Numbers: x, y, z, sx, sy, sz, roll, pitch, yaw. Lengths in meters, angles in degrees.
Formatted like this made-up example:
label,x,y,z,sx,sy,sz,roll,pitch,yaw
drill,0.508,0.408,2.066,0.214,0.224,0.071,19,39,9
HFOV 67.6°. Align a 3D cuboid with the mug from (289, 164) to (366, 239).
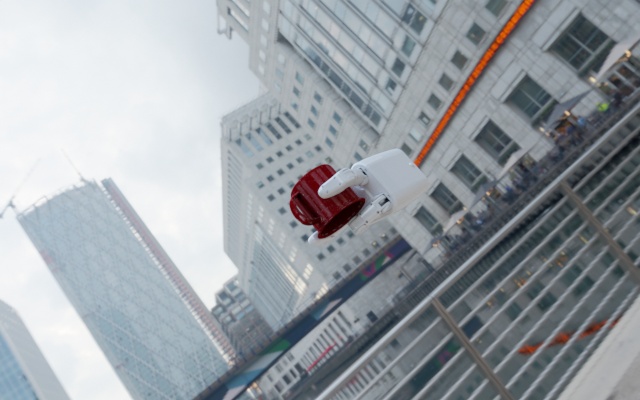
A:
label,x,y,z,sx,sy,sz,roll,pitch,yaw
mug,-0.001,0.003,0.726,0.117,0.081,0.093,-24,-23,-42
